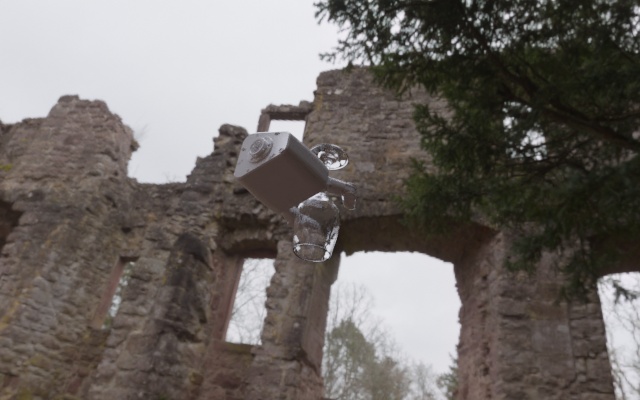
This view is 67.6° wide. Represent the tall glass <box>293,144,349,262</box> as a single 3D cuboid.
[{"bbox_3d":[0.000,0.002,0.823,0.079,0.201,0.079,7,-32,4],"label":"tall glass"}]
